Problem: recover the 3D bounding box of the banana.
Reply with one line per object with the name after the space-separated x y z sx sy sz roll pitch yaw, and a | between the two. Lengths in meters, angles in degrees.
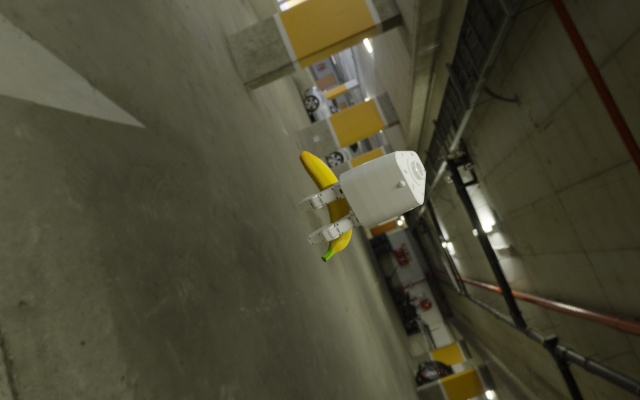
0.016 0.004 0.842 0.069 0.197 0.037 -7 -11 -35 | banana
